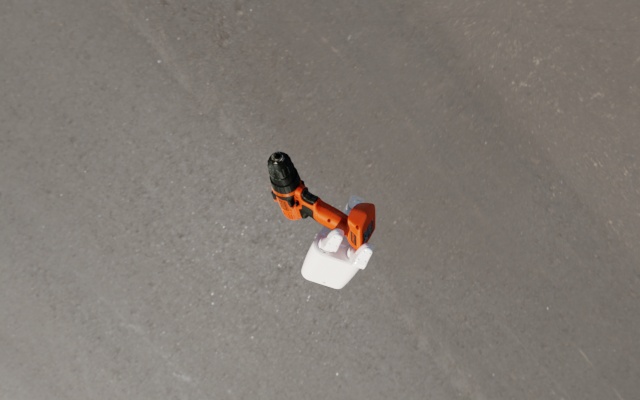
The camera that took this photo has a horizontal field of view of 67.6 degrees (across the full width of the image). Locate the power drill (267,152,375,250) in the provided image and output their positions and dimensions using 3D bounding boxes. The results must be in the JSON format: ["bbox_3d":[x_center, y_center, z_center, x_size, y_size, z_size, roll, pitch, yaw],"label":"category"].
[{"bbox_3d":[0.001,0.003,0.807,0.187,0.057,0.184,27,-21,20],"label":"power drill"}]
